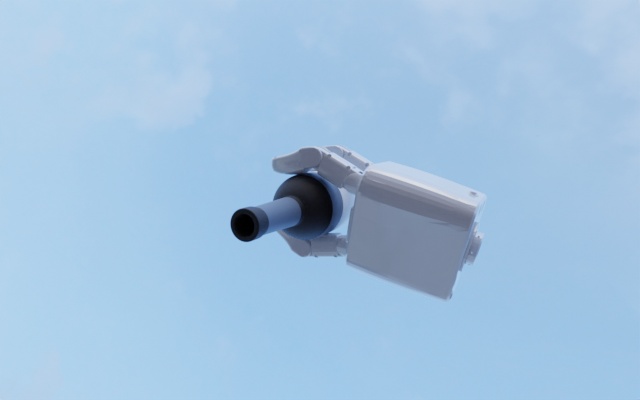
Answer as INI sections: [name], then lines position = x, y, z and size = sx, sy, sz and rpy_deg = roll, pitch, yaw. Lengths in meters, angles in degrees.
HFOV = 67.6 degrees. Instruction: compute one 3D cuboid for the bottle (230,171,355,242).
[bottle]
position = 0.000, 0.002, 0.509
size = 0.069, 0.069, 0.295
rpy_deg = 0, 7, 24
